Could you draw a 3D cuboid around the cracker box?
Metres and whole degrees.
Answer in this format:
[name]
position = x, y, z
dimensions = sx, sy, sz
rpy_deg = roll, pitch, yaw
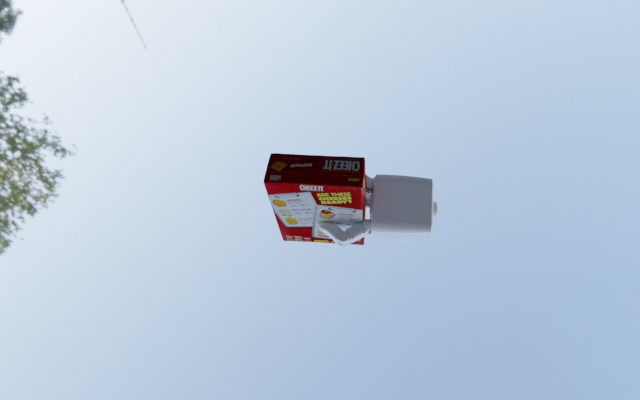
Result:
[cracker box]
position = 0.000, 0.003, 0.868
dimensions = 0.164, 0.072, 0.214
rpy_deg = 3, -31, 7
